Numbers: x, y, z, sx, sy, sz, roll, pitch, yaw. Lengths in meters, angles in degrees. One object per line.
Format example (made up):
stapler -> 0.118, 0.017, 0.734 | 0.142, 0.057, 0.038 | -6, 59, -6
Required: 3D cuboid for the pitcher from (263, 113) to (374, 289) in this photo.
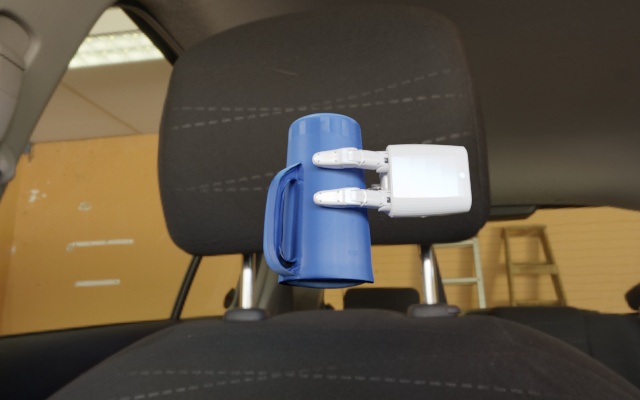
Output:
pitcher -> 0.000, 0.002, 0.680 | 0.145, 0.242, 0.149 | -1, -15, 0
